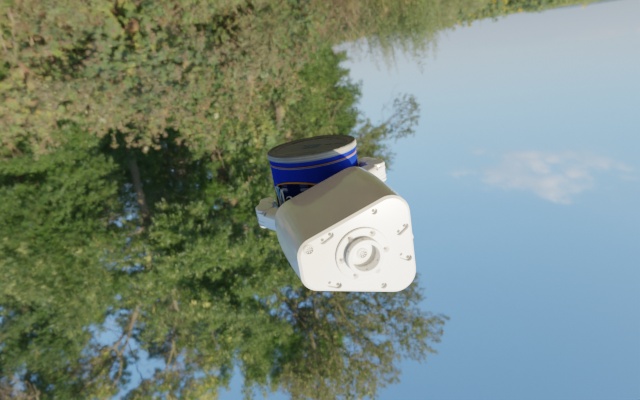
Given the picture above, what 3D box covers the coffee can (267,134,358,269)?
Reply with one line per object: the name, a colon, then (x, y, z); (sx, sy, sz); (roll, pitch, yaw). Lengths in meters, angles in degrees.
coffee can: (0.000, 0.002, 0.568); (0.103, 0.140, 0.102); (-9, 18, 3)
